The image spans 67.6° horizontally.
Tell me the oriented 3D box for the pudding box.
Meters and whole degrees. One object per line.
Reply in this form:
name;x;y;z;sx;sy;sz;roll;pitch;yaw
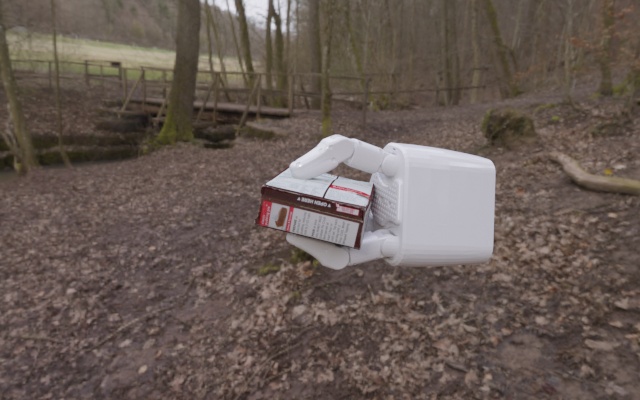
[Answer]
pudding box;0.000;0.001;0.431;0.090;0.039;0.113;12;13;6
